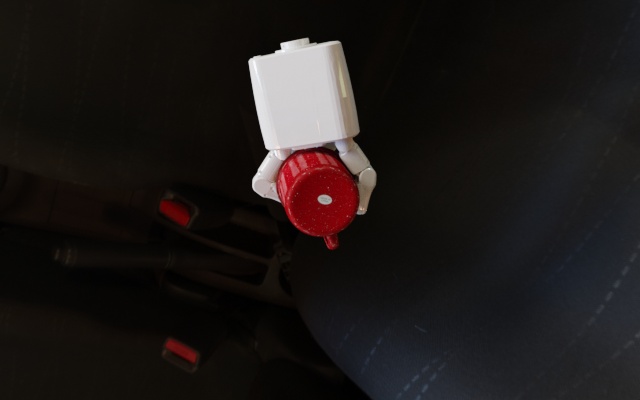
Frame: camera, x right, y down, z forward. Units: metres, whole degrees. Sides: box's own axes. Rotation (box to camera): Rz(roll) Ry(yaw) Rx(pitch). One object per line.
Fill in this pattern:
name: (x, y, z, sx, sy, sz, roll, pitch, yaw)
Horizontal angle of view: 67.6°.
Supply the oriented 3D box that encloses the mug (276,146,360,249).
mug: (0.000, 0.003, 0.546, 0.093, 0.117, 0.081, -14, 18, -4)
